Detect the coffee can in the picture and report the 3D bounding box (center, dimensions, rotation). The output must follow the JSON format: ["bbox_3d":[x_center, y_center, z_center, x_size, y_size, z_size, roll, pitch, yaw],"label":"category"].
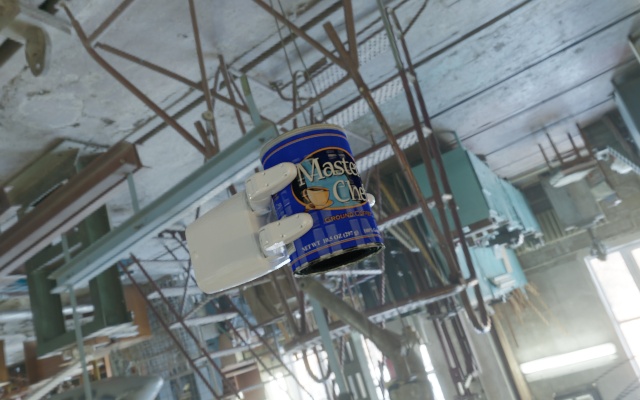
[{"bbox_3d":[0.000,0.002,0.525,0.103,0.140,0.103,-16,-16,-5],"label":"coffee can"}]
